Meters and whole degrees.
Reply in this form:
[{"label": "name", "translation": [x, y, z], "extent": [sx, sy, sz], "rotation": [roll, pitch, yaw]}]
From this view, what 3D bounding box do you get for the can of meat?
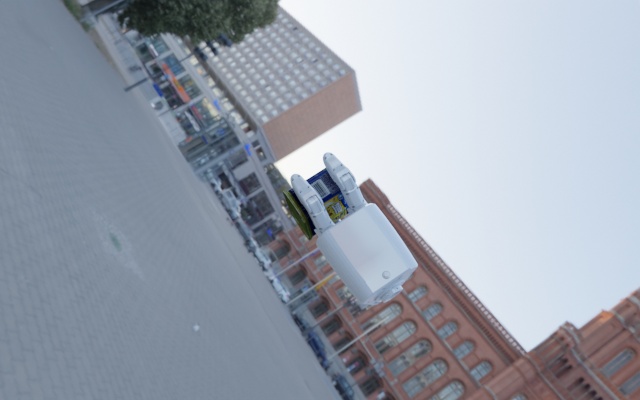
[{"label": "can of meat", "translation": [0.000, 0.002, 0.696], "extent": [0.084, 0.057, 0.102], "rotation": [-32, -25, -9]}]
